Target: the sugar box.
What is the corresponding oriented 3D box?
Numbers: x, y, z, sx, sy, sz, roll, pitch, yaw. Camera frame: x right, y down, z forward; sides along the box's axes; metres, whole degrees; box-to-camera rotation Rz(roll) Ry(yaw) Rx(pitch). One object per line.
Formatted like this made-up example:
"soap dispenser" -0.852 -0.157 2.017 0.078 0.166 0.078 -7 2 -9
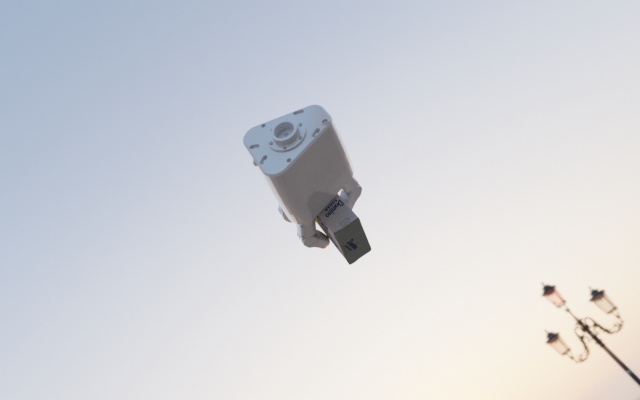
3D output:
"sugar box" 0.000 0.002 0.683 0.048 0.176 0.093 -33 -37 -5
